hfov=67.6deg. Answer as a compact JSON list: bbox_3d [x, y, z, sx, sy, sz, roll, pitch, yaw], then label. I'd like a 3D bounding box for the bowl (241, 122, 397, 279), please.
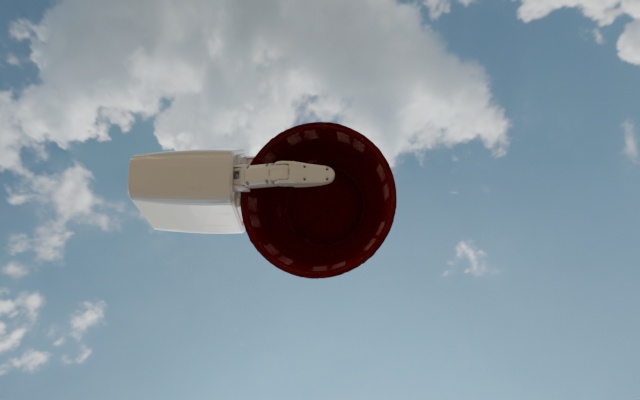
[{"bbox_3d":[0.001,0.002,0.509,0.162,0.162,0.055,0,-9,10],"label":"bowl"}]
